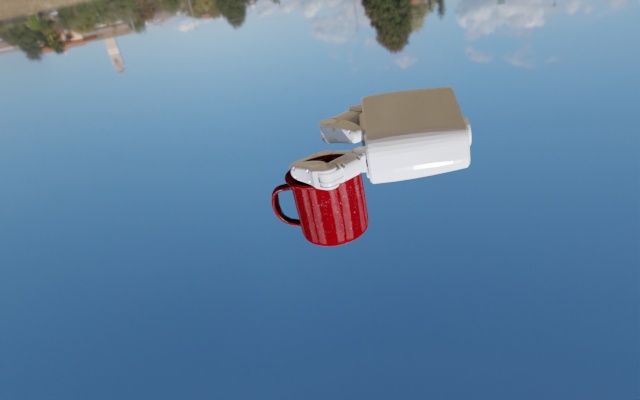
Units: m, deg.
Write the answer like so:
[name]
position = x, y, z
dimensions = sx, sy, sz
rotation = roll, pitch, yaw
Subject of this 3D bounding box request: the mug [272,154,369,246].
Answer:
[mug]
position = -0.001, 0.002, 0.564
dimensions = 0.117, 0.081, 0.093
rotation = -8, 26, 8
